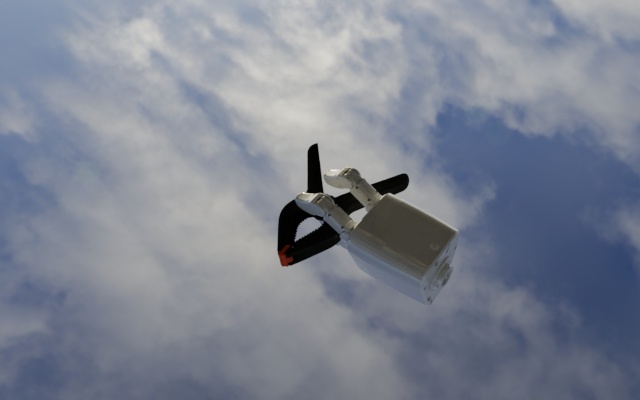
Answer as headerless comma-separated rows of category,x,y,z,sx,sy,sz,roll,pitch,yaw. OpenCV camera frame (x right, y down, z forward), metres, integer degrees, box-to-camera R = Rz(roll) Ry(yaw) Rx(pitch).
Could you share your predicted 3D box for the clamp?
clamp,0.000,0.003,0.660,0.164,0.036,0.210,28,58,30
